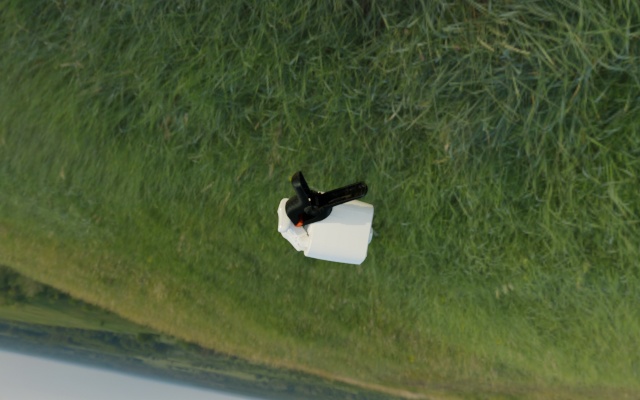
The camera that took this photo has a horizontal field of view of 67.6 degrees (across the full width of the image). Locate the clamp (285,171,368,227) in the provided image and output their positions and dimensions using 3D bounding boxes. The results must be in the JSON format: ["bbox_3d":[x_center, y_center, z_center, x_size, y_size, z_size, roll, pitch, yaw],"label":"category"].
[{"bbox_3d":[0.000,0.003,0.772,0.120,0.039,0.171,10,-23,-10],"label":"clamp"}]
